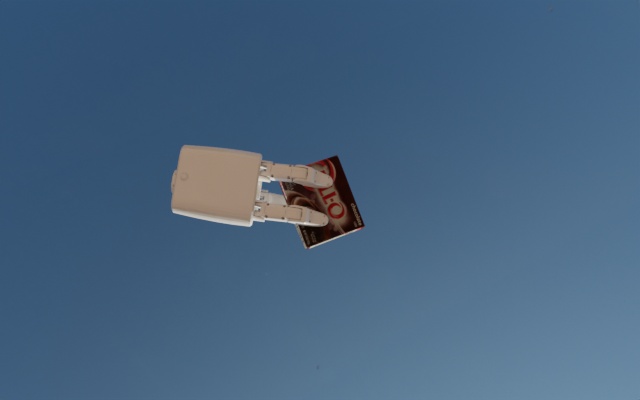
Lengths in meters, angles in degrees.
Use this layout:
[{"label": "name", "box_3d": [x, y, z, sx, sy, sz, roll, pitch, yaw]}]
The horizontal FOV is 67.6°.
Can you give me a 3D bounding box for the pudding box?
[{"label": "pudding box", "box_3d": [0.000, 0.002, 0.680, 0.090, 0.113, 0.039, -20, -4, -12]}]
